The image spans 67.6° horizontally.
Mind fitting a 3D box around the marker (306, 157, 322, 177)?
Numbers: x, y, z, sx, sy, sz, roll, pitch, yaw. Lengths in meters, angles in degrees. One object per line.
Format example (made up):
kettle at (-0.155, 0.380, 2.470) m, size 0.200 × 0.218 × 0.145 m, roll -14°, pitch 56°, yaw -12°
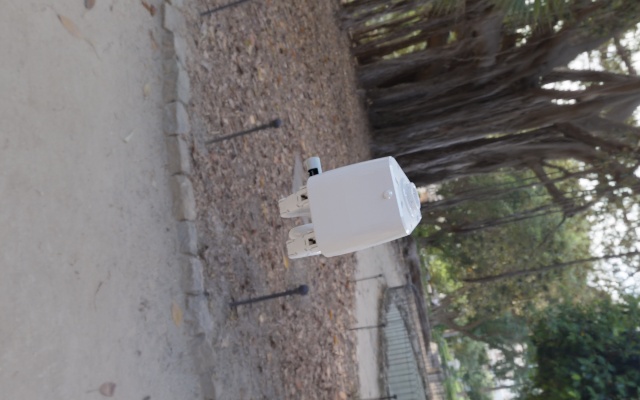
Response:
marker at (0.000, 0.002, 0.632) m, size 0.020 × 0.121 × 0.020 m, roll -10°, pitch -12°, yaw -2°
